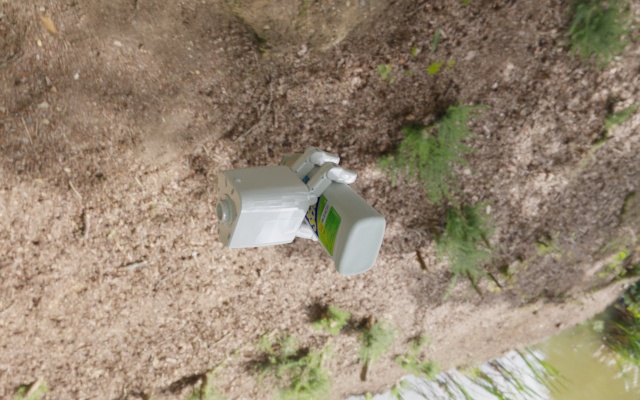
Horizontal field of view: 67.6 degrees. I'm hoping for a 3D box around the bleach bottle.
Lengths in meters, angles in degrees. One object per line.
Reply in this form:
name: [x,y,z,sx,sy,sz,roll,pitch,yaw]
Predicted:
bleach bottle: [0.000,0.002,0.751,0.068,0.103,0.250,-4,32,-32]
